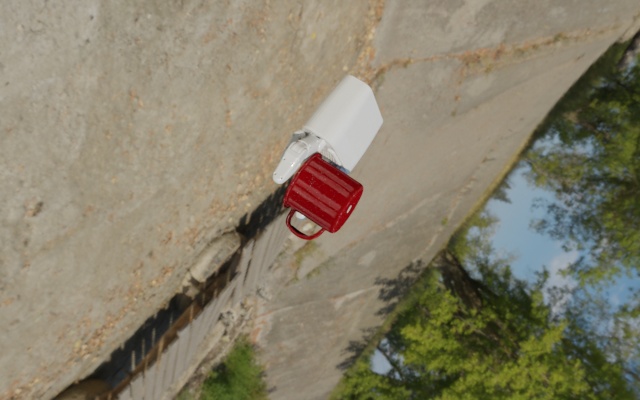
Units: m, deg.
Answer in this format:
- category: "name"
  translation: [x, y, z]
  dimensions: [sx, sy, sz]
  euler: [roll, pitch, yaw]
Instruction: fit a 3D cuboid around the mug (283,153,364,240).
- category: "mug"
  translation: [-0.001, 0.003, 0.670]
  dimensions: [0.081, 0.117, 0.093]
  euler: [33, -10, 12]
